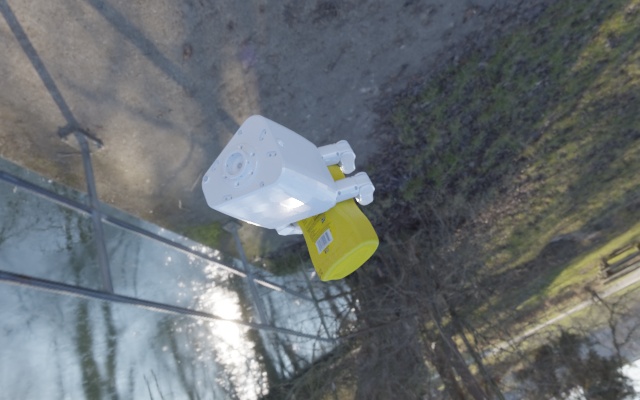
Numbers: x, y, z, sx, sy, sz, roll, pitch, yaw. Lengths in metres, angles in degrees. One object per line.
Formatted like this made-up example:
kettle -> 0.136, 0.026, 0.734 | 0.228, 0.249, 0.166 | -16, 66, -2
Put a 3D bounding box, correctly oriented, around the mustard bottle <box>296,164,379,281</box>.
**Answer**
mustard bottle -> 0.000, 0.002, 0.630 | 0.058, 0.191, 0.096 | -2, -36, -39
